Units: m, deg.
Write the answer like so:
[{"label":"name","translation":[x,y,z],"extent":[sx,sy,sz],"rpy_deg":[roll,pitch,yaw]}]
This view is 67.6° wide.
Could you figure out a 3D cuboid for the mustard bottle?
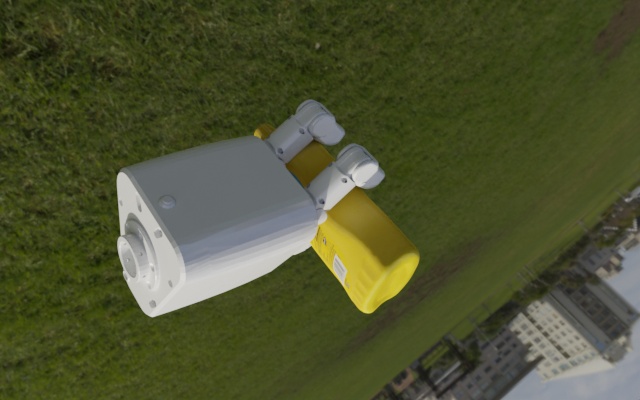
[{"label":"mustard bottle","translation":[0.000,0.001,0.413],"extent":[0.058,0.191,0.096],"rpy_deg":[-32,-25,-18]}]
